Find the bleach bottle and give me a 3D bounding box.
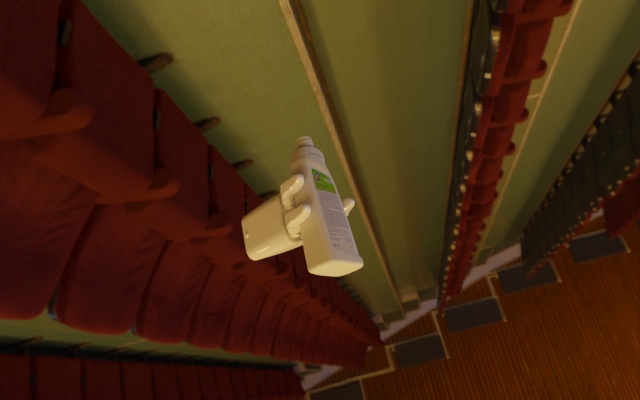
[{"bbox_3d":[0.000,0.003,0.840,0.068,0.250,0.102,-28,-27,31],"label":"bleach bottle"}]
